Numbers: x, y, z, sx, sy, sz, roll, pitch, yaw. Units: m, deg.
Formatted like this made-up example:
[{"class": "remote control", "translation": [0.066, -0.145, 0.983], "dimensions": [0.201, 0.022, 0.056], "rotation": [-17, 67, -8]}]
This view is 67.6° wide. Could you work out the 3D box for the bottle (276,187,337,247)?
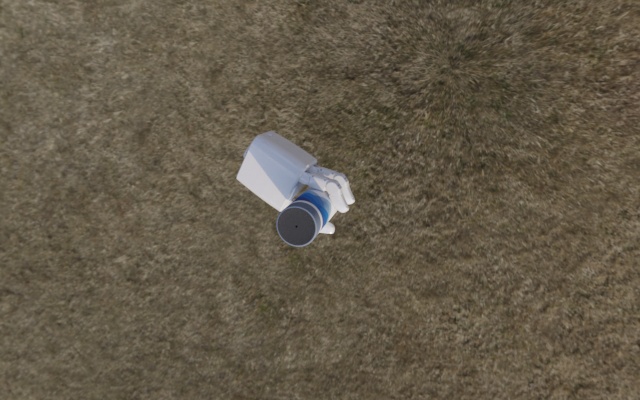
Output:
[{"class": "bottle", "translation": [0.000, 0.003, 0.874], "dimensions": [0.069, 0.069, 0.295], "rotation": [0, 15, 15]}]
